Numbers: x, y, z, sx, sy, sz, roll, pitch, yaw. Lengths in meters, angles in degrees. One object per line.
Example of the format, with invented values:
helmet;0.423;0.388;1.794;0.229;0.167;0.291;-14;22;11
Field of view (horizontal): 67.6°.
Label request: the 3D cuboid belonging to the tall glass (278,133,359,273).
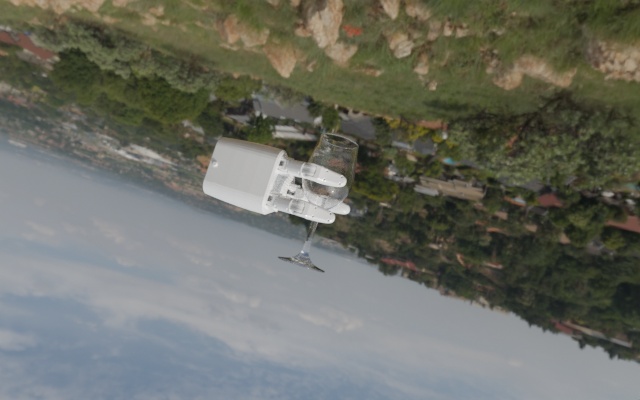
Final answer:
tall glass;0.000;0.003;0.725;0.079;0.201;0.079;17;-6;2
